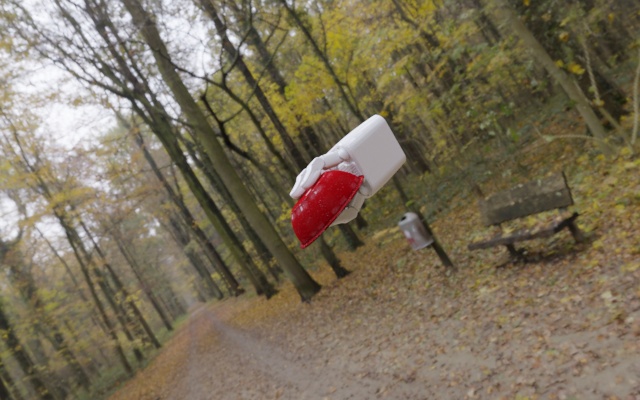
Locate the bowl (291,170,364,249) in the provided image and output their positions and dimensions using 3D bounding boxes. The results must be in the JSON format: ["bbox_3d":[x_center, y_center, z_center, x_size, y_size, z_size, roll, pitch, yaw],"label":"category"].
[{"bbox_3d":[-0.001,0.003,0.798,0.055,0.162,0.162,40,-5,-6],"label":"bowl"}]
